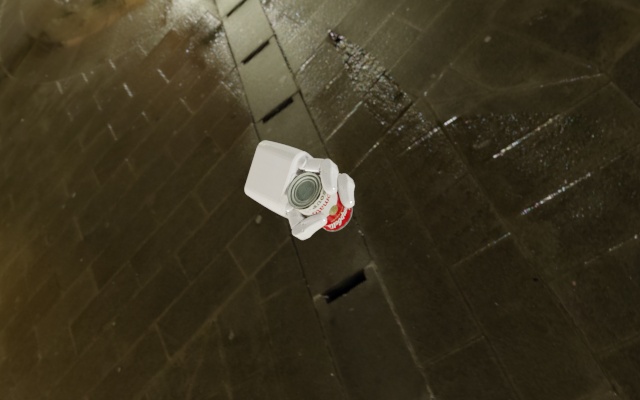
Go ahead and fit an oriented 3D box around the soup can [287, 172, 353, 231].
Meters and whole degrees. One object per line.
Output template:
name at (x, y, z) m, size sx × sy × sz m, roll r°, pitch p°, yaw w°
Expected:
soup can at (0.000, 0.003, 0.799) m, size 0.068 × 0.068 × 0.102 m, roll 0°, pitch -23°, yaw 35°
